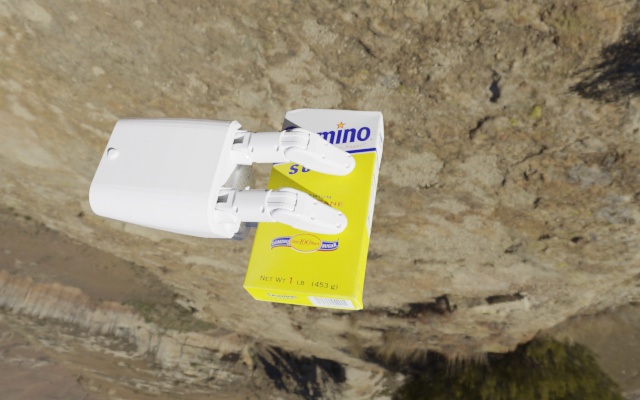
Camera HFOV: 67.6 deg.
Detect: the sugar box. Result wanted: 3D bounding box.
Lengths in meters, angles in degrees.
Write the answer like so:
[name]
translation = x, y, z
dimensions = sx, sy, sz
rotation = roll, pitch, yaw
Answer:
[sugar box]
translation = 0.000, 0.001, 0.416
dimensions = 0.093, 0.176, 0.048
rotation = 4, -24, 12
